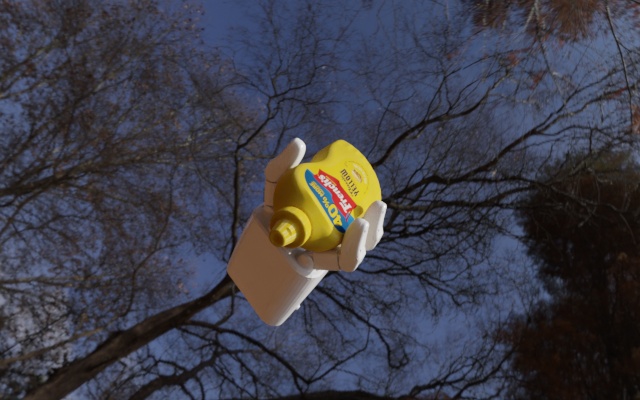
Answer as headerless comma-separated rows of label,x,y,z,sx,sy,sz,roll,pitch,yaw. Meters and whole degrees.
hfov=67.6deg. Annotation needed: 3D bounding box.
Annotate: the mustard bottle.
mustard bottle,0.000,0.001,0.523,0.058,0.096,0.191,-28,7,34
